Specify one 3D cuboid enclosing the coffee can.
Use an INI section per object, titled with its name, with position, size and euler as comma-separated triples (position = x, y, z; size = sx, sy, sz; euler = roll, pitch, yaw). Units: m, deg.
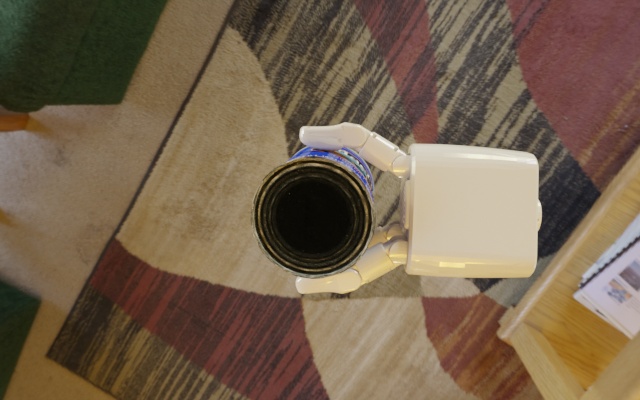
[coffee can]
position = 0.000, 0.001, 0.454
size = 0.103, 0.103, 0.140
euler = 0, 12, 6
